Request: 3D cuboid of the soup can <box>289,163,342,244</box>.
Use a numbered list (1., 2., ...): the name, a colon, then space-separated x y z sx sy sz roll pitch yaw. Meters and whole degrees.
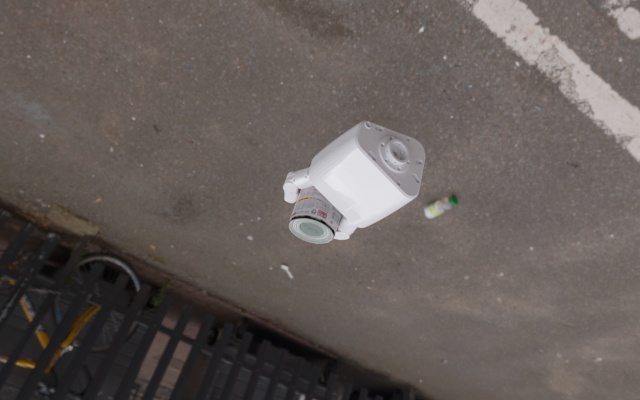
1. soup can: 0.000 0.003 0.686 0.068 0.102 0.069 12 -33 8
